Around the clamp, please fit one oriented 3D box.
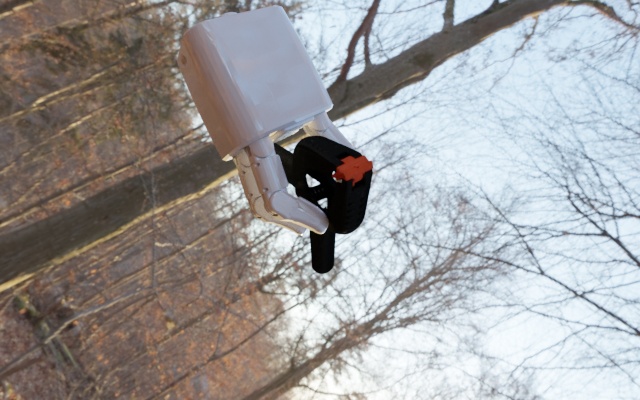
[{"bbox_3d":[0.001,0.001,0.463,0.036,0.164,0.210,-27,6,-20],"label":"clamp"}]
